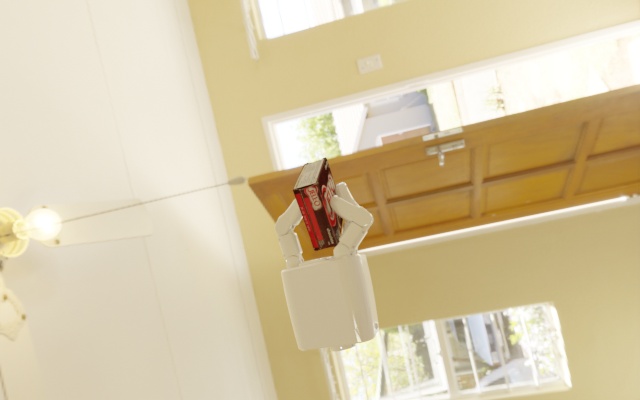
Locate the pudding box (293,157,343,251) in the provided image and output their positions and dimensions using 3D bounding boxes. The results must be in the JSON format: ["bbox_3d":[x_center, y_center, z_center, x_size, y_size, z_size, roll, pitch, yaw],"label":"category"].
[{"bbox_3d":[0.000,0.002,0.641,0.039,0.090,0.113,-14,20,10],"label":"pudding box"}]
